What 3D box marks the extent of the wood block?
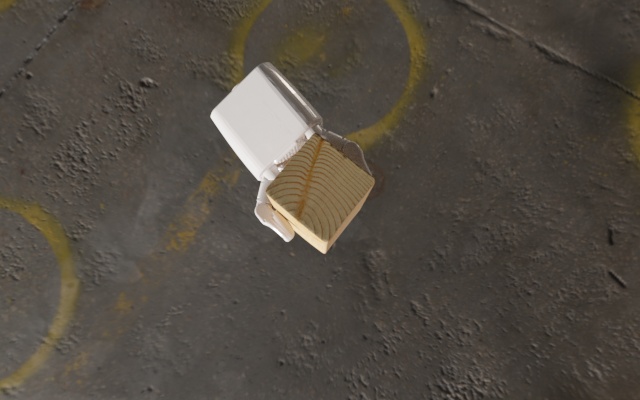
[{"bbox_3d":[0.000,0.002,0.617,0.090,0.091,0.206,39,-7,6],"label":"wood block"}]
